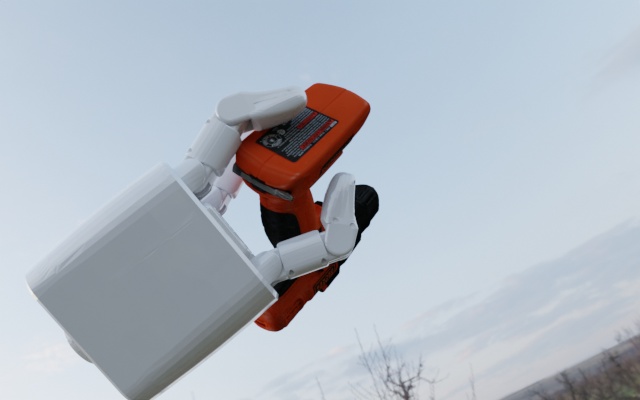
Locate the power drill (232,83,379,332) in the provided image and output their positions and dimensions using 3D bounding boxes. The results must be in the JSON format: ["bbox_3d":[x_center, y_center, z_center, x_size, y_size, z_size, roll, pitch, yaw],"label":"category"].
[{"bbox_3d":[0.000,0.001,0.402,0.057,0.188,0.184,25,53,23],"label":"power drill"}]
